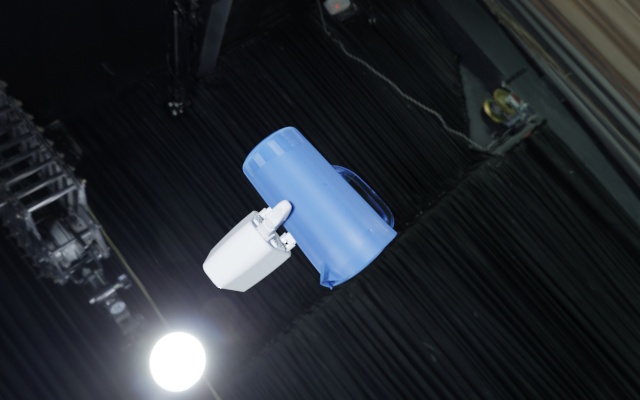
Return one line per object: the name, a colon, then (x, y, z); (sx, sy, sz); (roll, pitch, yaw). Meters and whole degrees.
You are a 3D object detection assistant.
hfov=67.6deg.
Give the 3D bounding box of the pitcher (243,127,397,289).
pitcher: (0.000, 0.003, 0.749); (0.145, 0.243, 0.149); (-41, -5, 8)
